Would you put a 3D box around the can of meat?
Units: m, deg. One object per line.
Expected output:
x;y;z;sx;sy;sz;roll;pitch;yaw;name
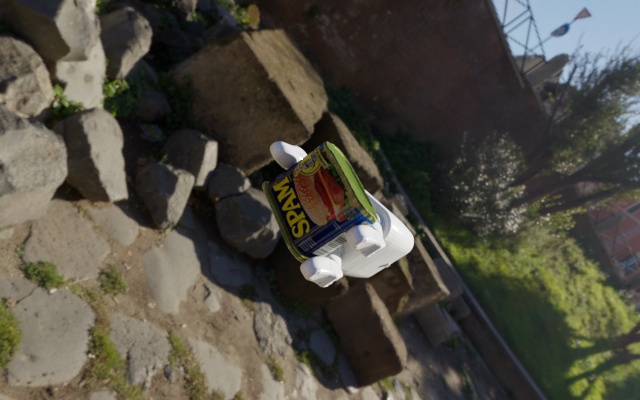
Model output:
0.000;0.001;0.488;0.084;0.102;0.057;-35;-31;14;can of meat
